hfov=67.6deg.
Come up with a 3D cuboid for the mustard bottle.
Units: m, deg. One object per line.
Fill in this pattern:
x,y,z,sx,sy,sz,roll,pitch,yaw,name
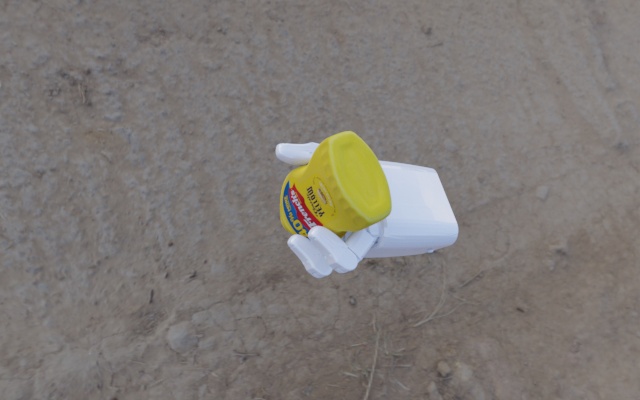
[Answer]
0.000,0.002,0.539,0.058,0.096,0.192,-25,-4,-30,mustard bottle
